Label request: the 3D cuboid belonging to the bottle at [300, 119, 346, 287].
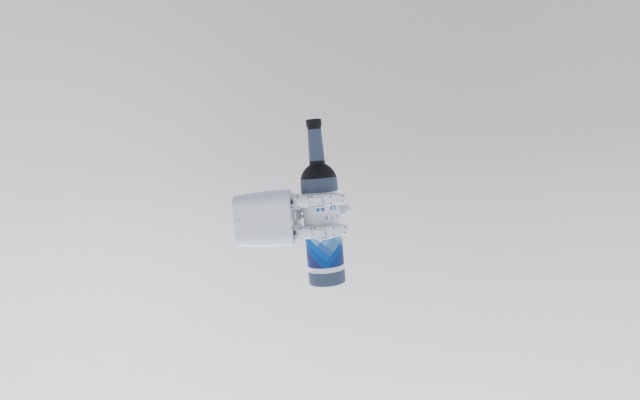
[{"bbox_3d":[0.000,0.003,0.856,0.069,0.296,0.069,-5,5,0],"label":"bottle"}]
